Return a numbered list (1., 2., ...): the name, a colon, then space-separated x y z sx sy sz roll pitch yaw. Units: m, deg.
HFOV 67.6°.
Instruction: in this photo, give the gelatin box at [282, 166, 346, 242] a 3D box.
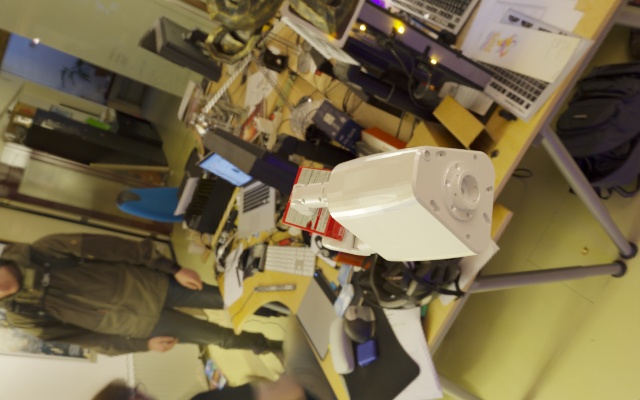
1. gelatin box: 0.000 0.002 0.549 0.030 0.073 0.089 21 -5 -38
